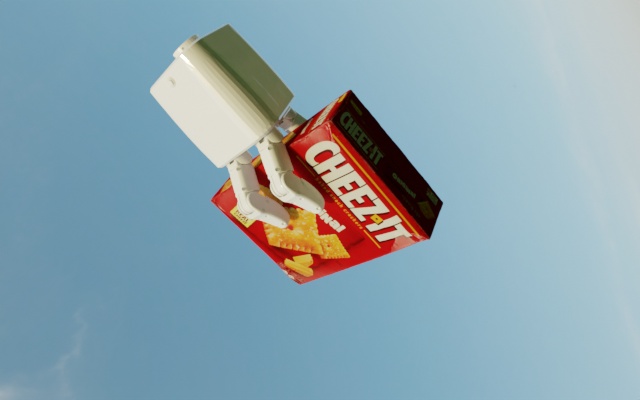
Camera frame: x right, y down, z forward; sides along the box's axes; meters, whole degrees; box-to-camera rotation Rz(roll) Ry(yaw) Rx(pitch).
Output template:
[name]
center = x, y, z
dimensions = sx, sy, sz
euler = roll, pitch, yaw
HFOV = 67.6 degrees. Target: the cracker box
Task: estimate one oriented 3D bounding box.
[cracker box]
center = 0.000, 0.002, 0.545
dimensions = 0.214, 0.164, 0.072
euler = -27, 23, 42
